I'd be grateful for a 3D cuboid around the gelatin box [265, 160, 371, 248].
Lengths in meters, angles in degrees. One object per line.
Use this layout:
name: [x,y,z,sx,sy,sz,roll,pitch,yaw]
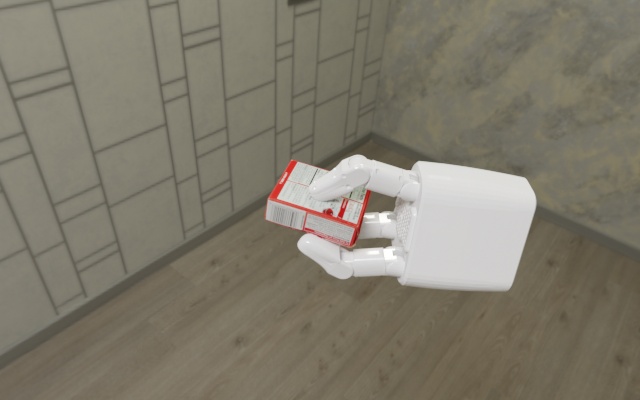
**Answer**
gelatin box: [0.000,0.001,0.461,0.089,0.030,0.073,18,38,4]
